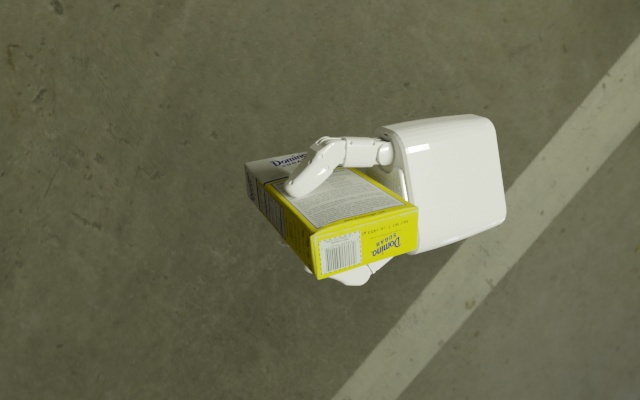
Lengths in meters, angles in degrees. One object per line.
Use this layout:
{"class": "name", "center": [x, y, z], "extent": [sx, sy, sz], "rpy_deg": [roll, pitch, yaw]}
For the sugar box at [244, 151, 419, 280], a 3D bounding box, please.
{"class": "sugar box", "center": [0.000, 0.002, 0.436], "extent": [0.093, 0.048, 0.176], "rpy_deg": [-13, 24, -21]}
